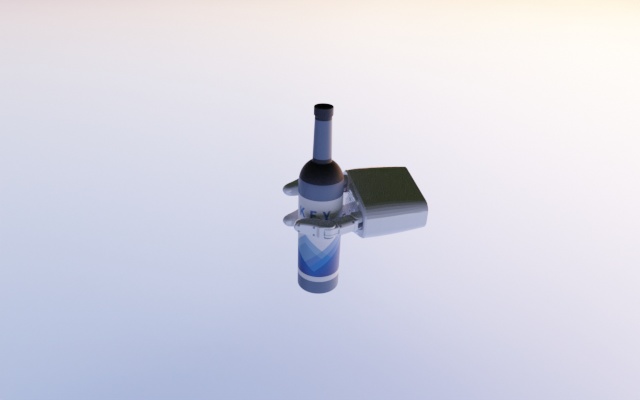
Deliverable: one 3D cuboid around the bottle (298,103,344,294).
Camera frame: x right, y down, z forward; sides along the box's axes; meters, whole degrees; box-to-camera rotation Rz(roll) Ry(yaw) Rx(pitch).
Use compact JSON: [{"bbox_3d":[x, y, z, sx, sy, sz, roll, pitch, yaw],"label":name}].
[{"bbox_3d":[0.000,0.003,0.710,0.069,0.296,0.069,2,29,-1],"label":"bottle"}]
